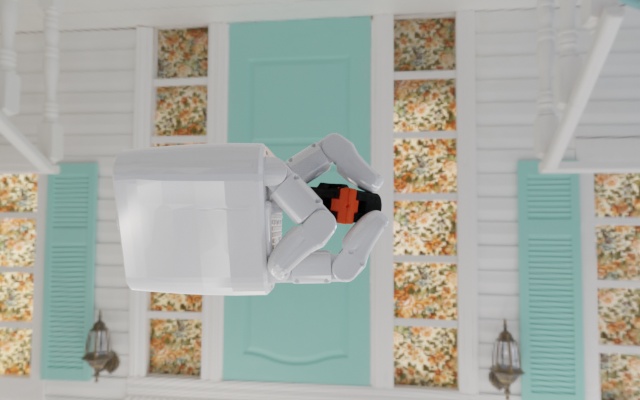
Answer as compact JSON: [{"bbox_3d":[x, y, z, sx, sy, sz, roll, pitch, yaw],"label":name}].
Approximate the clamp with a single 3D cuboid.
[{"bbox_3d":[0.000,0.002,0.438,0.120,0.039,0.171,-1,-2,2],"label":"clamp"}]
